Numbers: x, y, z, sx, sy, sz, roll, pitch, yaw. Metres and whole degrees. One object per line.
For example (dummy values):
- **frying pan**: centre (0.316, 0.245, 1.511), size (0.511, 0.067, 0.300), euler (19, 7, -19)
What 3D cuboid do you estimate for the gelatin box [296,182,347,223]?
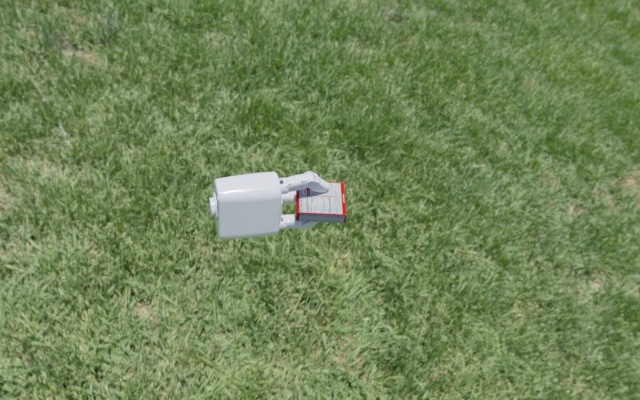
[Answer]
- **gelatin box**: centre (0.001, 0.003, 0.859), size (0.089, 0.073, 0.030), euler (2, -37, -6)
